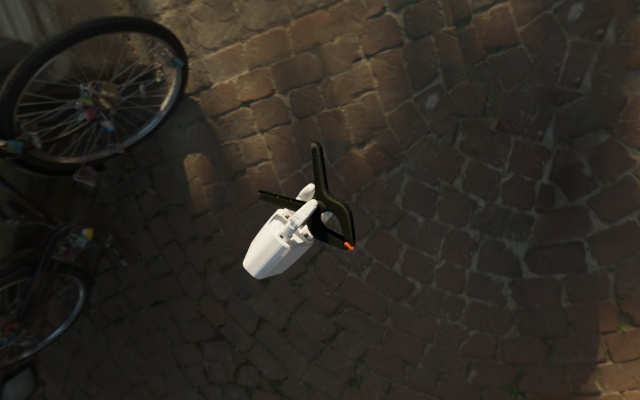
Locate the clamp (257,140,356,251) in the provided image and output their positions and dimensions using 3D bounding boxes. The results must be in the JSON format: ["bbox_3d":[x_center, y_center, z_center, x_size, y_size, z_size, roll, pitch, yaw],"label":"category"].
[{"bbox_3d":[0.000,0.004,0.897,0.164,0.210,0.036,-47,-3,24],"label":"clamp"}]
